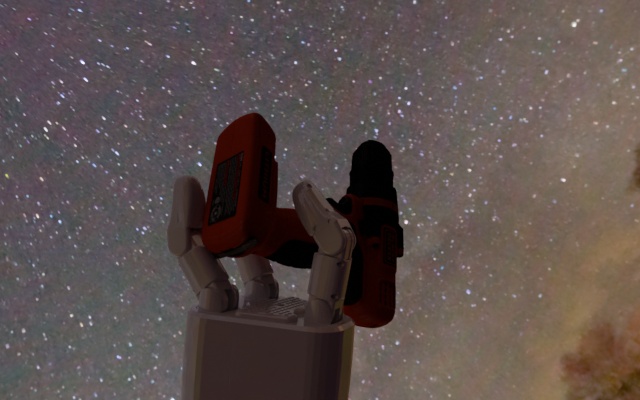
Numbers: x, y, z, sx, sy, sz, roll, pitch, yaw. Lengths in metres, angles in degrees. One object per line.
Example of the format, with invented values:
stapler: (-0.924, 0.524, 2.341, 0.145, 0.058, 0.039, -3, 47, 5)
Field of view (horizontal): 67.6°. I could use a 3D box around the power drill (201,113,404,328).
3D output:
power drill: (0.000, 0.001, 0.404, 0.188, 0.184, 0.057, 25, -34, -37)
